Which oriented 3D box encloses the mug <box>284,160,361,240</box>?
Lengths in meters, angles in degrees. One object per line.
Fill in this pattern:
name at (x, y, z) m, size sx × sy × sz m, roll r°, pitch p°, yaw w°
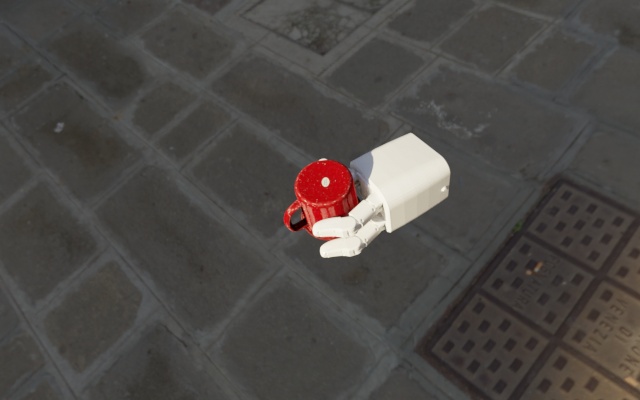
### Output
mug at (-0.001, 0.003, 0.675) m, size 0.117 × 0.093 × 0.082 m, roll -29°, pitch -35°, yaw -8°
